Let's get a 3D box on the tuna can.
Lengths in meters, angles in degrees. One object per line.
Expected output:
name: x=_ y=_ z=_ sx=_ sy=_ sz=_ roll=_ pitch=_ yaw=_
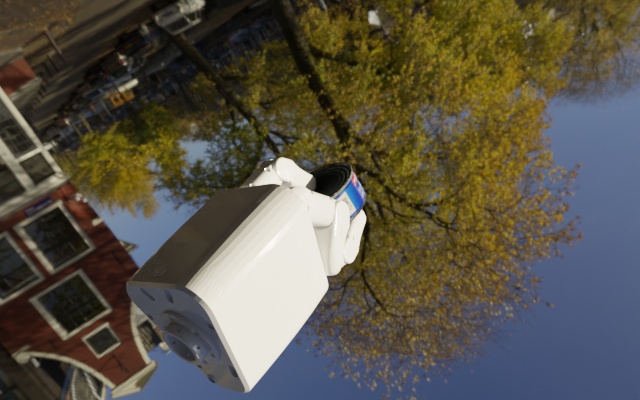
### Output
tuna can: x=0.000 y=0.002 z=0.463 sx=0.086 sy=0.034 sz=0.086 roll=-27 pitch=24 yaw=13
